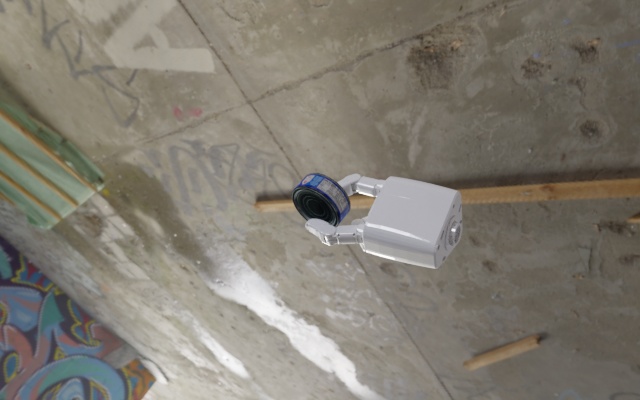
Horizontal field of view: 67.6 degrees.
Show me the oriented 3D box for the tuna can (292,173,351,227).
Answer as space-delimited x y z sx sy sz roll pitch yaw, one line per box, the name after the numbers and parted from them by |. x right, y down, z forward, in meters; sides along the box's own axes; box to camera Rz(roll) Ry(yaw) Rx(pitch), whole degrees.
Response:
0.000 0.003 0.712 0.086 0.086 0.033 0 40 45 | tuna can
